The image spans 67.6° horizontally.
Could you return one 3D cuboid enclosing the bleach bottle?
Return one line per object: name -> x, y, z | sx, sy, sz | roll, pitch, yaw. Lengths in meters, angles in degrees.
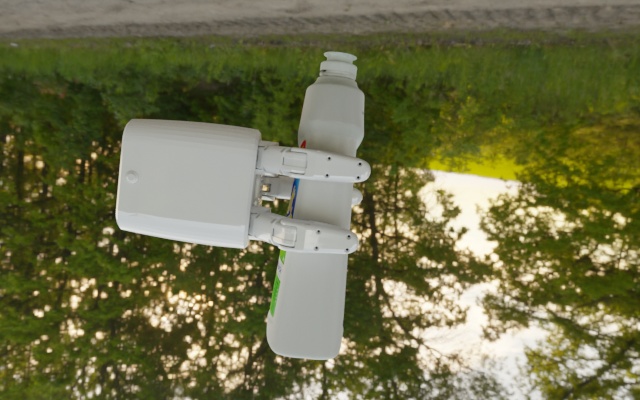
bleach bottle -> 0.000, 0.001, 0.421 | 0.068, 0.251, 0.102 | 7, 5, -5
